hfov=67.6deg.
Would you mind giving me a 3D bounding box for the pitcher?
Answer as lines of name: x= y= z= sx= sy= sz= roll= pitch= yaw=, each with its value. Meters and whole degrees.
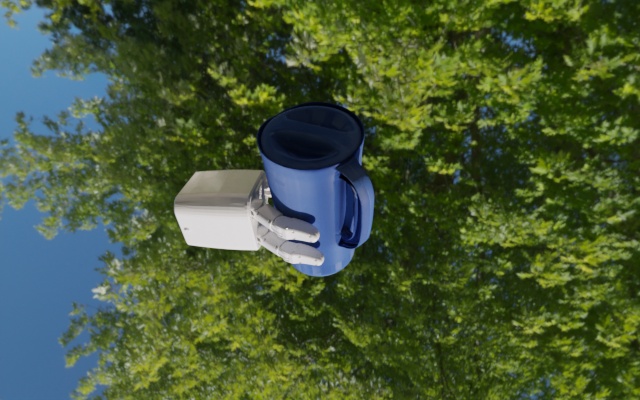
pitcher: x=0.000 y=0.002 z=0.660 sx=0.145 sy=0.149 sz=0.243 roll=1 pitch=-44 yaw=6
